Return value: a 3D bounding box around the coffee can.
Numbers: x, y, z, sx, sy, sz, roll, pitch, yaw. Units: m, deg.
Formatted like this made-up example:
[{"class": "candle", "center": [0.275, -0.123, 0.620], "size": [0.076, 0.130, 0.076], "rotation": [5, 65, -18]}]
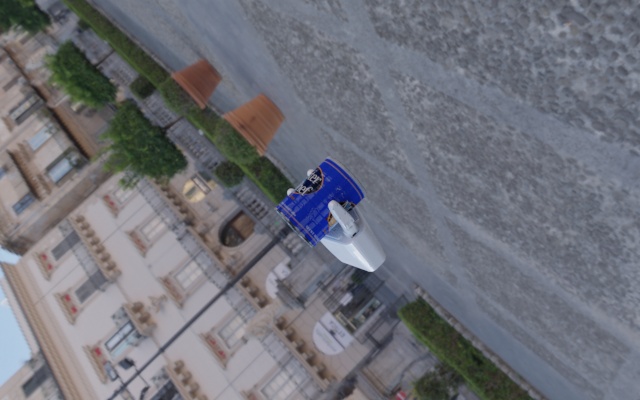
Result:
[{"class": "coffee can", "center": [0.000, 0.003, 0.878], "size": [0.140, 0.103, 0.103], "rotation": [-44, 6, -7]}]
